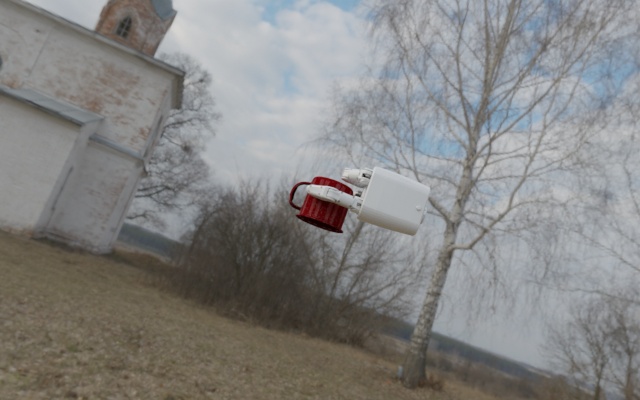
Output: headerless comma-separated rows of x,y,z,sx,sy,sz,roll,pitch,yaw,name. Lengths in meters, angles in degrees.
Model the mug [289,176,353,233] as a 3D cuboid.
-0.001,0.002,0.883,0.117,0.081,0.093,20,-10,3,mug
